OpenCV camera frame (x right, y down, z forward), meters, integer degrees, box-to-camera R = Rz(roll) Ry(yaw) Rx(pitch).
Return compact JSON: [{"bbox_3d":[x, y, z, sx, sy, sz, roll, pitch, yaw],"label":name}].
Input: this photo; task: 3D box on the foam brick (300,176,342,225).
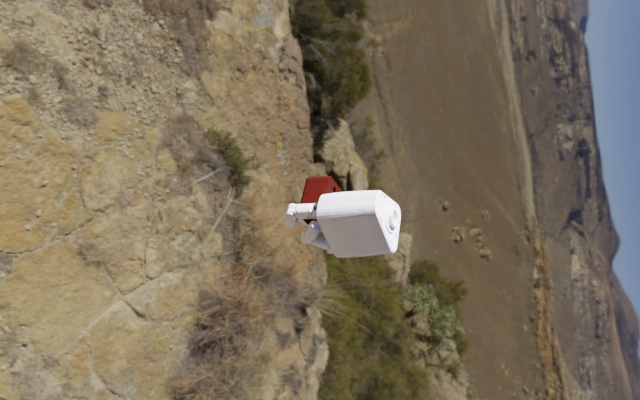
[{"bbox_3d":[0.000,0.003,0.852,0.051,0.078,0.053,-7,-37,29],"label":"foam brick"}]
